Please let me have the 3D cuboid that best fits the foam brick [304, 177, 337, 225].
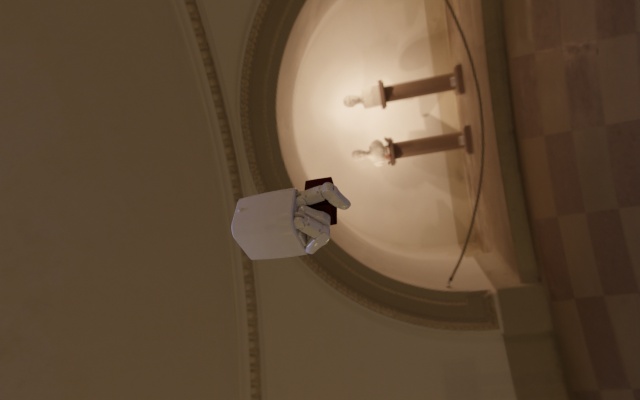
[{"bbox_3d":[0.000,0.003,0.856,0.051,0.053,0.078,-9,38,10],"label":"foam brick"}]
